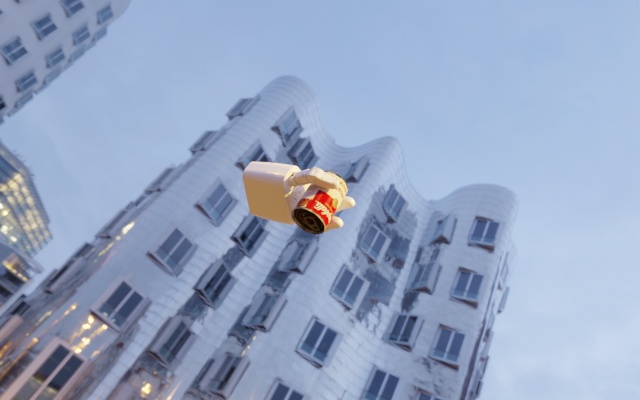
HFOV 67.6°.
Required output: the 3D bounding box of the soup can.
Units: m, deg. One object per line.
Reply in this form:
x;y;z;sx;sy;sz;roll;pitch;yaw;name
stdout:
0.001;0.003;0.880;0.068;0.068;0.102;0;44;38;soup can
